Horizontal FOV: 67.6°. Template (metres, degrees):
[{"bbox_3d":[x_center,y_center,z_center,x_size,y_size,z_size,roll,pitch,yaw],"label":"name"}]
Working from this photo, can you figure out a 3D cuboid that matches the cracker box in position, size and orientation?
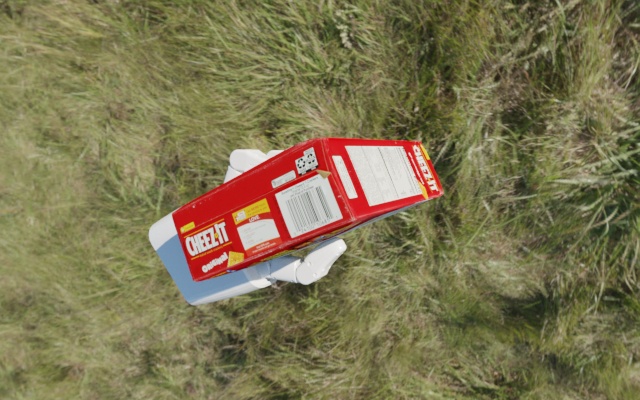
[{"bbox_3d":[0.000,0.002,0.448,0.164,0.072,0.213,-24,-6,30],"label":"cracker box"}]
